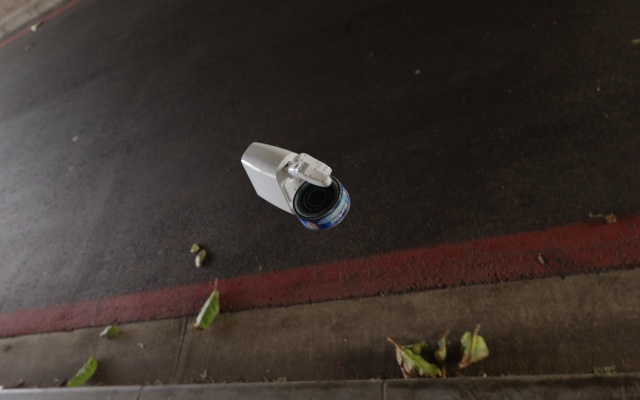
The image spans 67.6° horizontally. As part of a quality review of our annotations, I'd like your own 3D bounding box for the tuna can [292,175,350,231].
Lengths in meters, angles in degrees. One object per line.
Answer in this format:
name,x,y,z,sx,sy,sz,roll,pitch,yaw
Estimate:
tuna can,0.000,0.002,0.738,0.086,0.086,0.034,0,-32,29
